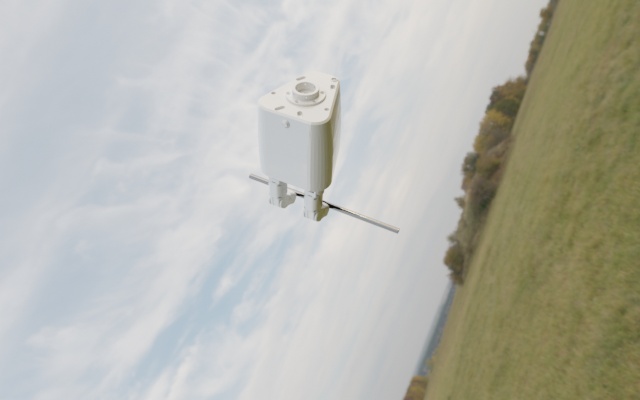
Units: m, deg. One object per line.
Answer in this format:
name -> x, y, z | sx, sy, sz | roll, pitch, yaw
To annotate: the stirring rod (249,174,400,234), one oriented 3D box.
stirring rod -> 0.000, 0.002, 0.694 | 0.239, 0.011, 0.011 | 20, 6, 18
